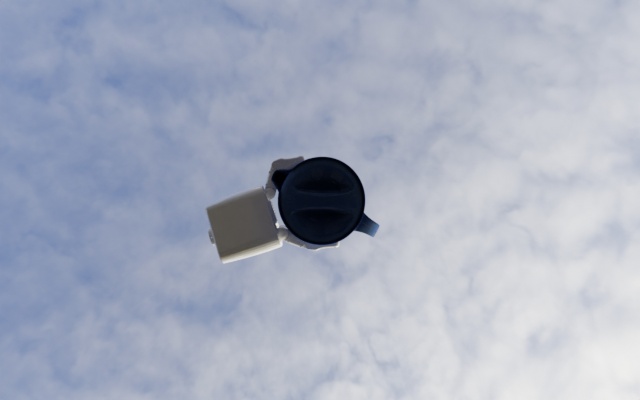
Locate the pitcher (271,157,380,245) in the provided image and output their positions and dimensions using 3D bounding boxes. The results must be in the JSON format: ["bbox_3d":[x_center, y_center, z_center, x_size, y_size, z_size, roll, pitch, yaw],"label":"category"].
[{"bbox_3d":[0.000,0.003,0.828,0.145,0.149,0.243,-18,4,-4],"label":"pitcher"}]
